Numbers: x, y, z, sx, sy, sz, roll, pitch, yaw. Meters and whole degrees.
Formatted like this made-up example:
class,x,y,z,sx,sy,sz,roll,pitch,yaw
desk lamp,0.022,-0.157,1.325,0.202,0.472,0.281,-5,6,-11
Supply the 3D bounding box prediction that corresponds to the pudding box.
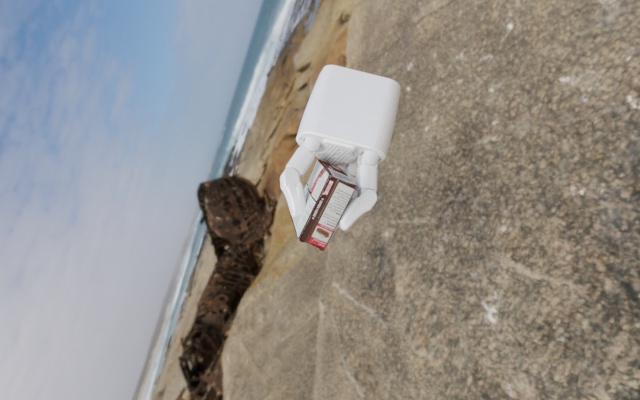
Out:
class,x,y,z,sx,sy,sz,roll,pitch,yaw
pudding box,0.000,0.002,0.602,0.039,0.090,0.113,24,10,-12
